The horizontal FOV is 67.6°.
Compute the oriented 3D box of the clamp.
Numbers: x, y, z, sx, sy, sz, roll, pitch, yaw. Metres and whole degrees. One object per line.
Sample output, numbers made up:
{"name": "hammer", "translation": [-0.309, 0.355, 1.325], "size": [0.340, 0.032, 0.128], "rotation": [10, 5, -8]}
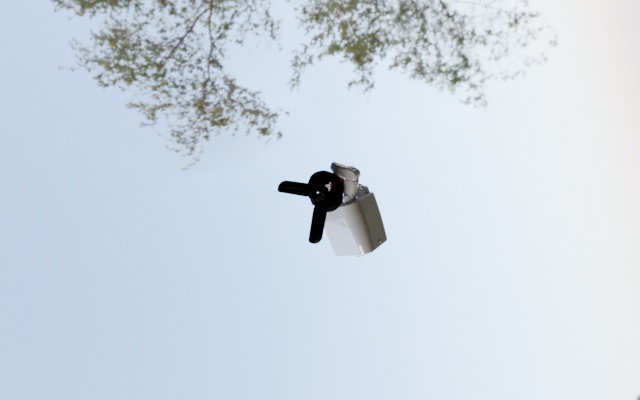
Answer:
{"name": "clamp", "translation": [0.000, 0.003, 0.863], "size": [0.039, 0.120, 0.171], "rotation": [-17, 6, 39]}
